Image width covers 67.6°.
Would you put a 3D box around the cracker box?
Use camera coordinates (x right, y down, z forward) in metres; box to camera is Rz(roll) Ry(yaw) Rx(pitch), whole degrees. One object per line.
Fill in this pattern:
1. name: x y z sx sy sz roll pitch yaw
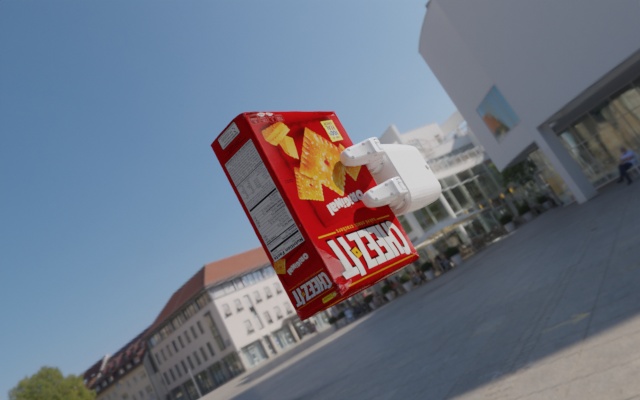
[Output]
1. cracker box: 0.000 0.002 0.534 0.072 0.213 0.164 -39 -16 36
